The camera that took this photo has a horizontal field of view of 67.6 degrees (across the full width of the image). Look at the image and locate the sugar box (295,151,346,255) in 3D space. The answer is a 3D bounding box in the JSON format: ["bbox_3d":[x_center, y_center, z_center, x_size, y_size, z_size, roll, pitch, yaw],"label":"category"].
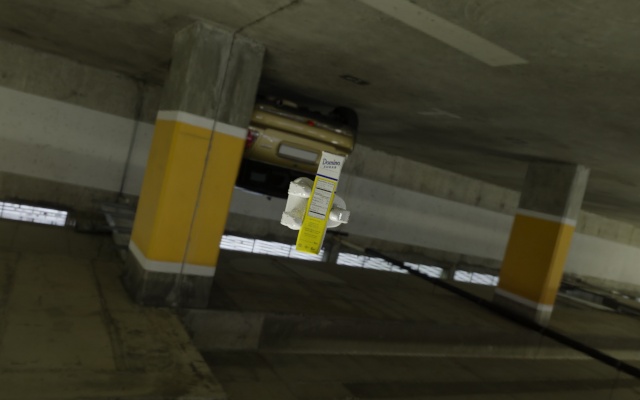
[{"bbox_3d":[0.000,0.003,0.842,0.048,0.176,0.093,13,3,0],"label":"sugar box"}]
